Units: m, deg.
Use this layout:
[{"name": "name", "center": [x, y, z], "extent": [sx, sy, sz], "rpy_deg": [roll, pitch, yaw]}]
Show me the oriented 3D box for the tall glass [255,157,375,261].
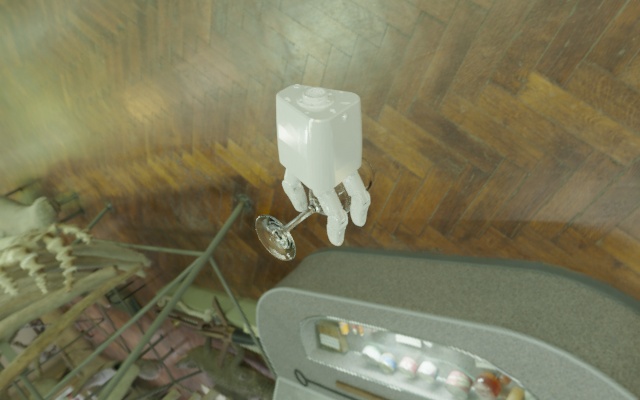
[{"name": "tall glass", "center": [0.000, 0.003, 0.712], "extent": [0.079, 0.079, 0.201], "rpy_deg": [0, 29, 47]}]
